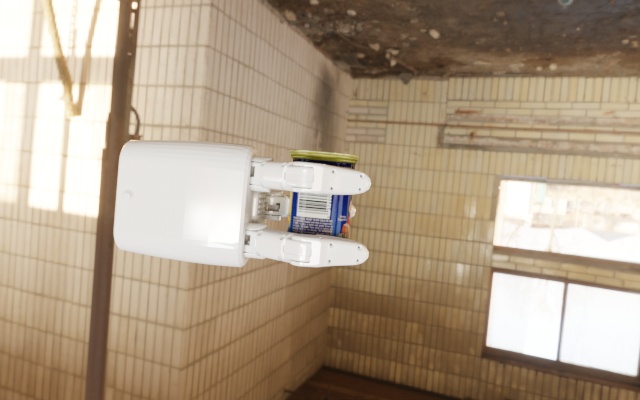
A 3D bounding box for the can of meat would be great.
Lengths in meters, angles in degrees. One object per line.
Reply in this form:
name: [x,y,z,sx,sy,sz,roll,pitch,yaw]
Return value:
can of meat: [0.000,0.002,0.424,0.057,0.084,0.102,5,2,1]
